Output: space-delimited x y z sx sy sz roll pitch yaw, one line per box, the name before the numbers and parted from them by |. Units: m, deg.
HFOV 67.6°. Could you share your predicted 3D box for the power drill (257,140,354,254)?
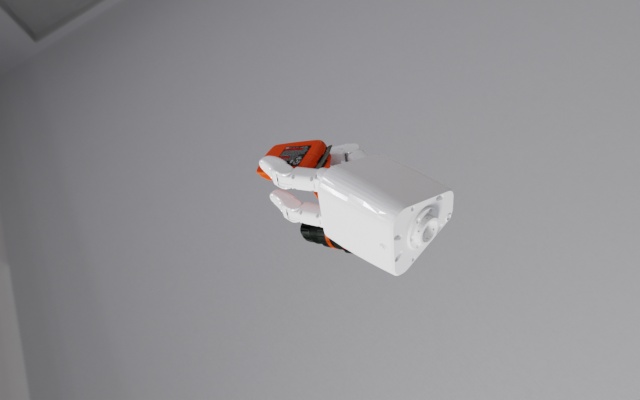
power drill | 0.000 0.002 0.656 0.184 0.057 0.188 -1 -39 46
